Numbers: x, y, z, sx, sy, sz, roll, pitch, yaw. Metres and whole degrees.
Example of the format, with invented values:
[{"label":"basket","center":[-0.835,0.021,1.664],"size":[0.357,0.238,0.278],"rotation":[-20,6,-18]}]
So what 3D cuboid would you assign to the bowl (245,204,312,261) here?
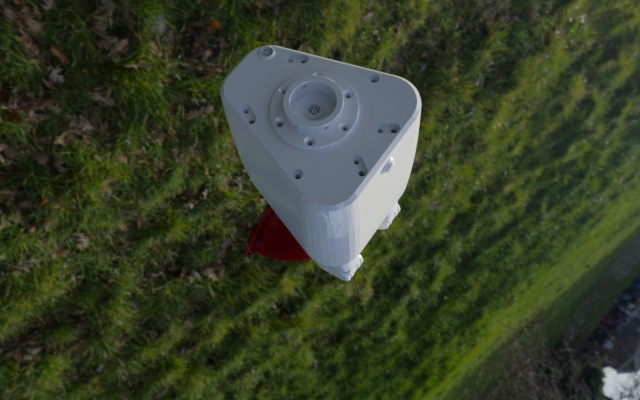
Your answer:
[{"label":"bowl","center":[0.000,0.002,0.448],"size":[0.055,0.162,0.162],"rotation":[37,3,4]}]
